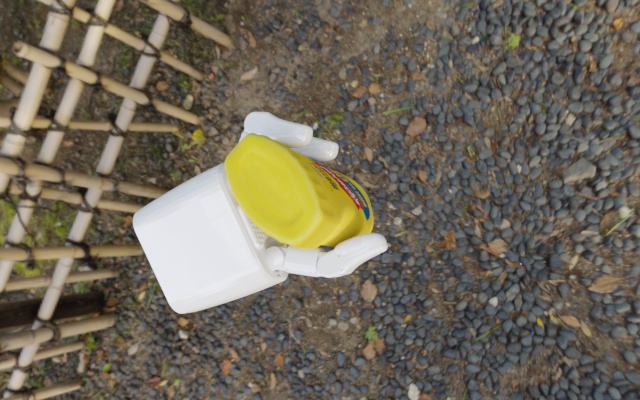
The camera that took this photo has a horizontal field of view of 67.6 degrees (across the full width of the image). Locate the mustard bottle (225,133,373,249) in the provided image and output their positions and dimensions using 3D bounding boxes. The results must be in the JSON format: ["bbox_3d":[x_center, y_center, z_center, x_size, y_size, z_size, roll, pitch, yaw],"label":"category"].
[{"bbox_3d":[0.000,0.001,0.428,0.096,0.058,0.191,46,12,21],"label":"mustard bottle"}]
